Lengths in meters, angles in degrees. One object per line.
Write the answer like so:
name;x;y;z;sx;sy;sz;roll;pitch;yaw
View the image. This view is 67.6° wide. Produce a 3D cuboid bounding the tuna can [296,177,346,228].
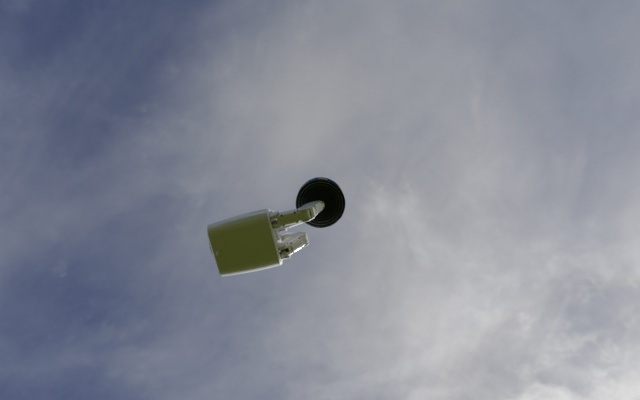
tuna can;0.000;0.003;0.835;0.086;0.086;0.033;0;11;0
